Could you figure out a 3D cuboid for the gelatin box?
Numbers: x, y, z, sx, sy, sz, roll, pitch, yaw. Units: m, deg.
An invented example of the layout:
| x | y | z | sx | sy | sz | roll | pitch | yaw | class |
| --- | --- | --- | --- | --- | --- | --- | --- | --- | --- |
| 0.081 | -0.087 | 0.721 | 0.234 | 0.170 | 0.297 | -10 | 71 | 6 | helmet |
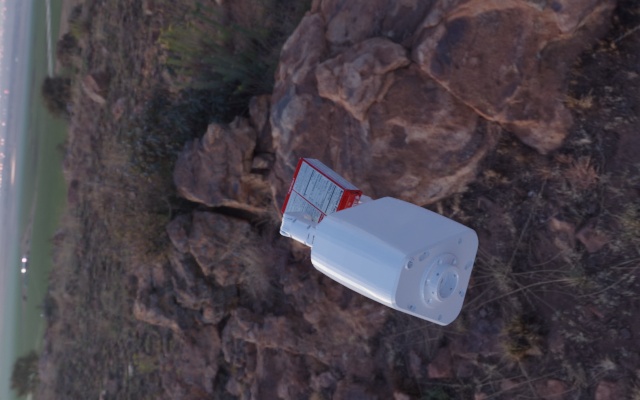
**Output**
| x | y | z | sx | sy | sz | roll | pitch | yaw | class |
| --- | --- | --- | --- | --- | --- | --- | --- | --- | --- |
| 0.000 | 0.002 | 0.547 | 0.030 | 0.073 | 0.089 | 1 | 27 | -44 | gelatin box |
